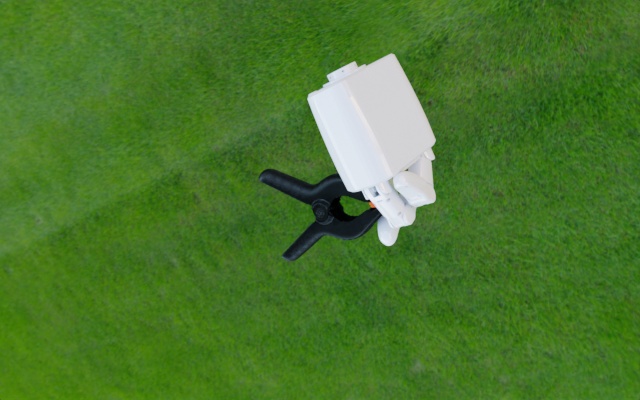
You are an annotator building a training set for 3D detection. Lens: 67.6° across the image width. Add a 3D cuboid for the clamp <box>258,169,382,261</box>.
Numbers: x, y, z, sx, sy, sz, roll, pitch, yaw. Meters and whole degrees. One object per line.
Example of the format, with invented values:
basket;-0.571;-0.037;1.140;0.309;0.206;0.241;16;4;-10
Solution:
clamp;0.000;0.002;0.564;0.171;0.120;0.039;-19;12;32
